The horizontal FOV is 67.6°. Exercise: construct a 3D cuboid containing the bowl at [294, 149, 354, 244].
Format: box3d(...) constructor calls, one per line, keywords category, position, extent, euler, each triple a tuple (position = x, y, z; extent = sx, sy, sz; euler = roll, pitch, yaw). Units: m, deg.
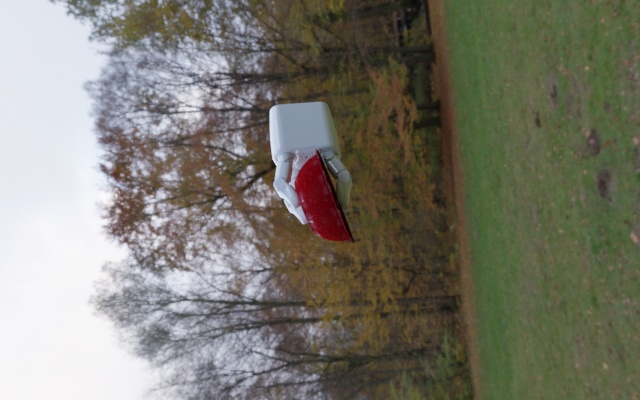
box3d(category="bowl", position=(0.000, 0.004, 0.764), extent=(0.055, 0.162, 0.162), euler=(-22, -1, 3))
